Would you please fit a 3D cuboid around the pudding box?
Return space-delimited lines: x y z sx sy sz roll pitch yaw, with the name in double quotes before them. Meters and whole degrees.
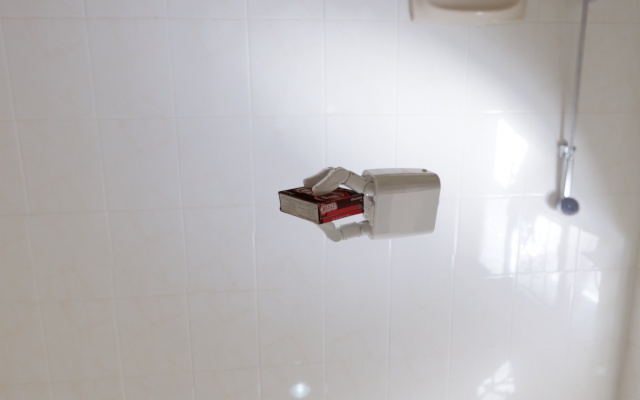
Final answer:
"pudding box" 0.000 0.003 0.753 0.090 0.039 0.113 -12 15 -36
